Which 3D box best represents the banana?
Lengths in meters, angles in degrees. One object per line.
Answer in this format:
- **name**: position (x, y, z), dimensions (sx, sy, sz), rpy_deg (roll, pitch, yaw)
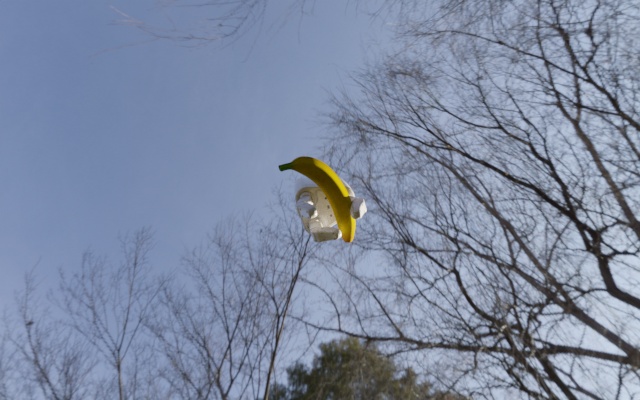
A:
- **banana**: position (0.012, -0.012, 0.840), dimensions (0.069, 0.198, 0.037), rpy_deg (-43, 21, -1)
